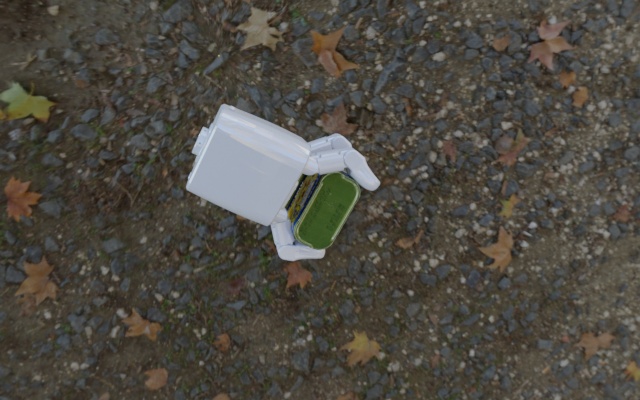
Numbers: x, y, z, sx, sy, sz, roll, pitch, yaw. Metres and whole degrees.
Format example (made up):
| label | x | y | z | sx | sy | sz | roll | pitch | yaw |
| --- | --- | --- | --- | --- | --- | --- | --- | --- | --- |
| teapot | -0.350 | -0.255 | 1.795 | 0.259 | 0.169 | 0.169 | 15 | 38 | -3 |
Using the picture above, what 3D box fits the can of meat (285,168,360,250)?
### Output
| label | x | y | z | sx | sy | sz | roll | pitch | yaw |
| --- | --- | --- | --- | --- | --- | --- | --- | --- | --- |
| can of meat | 0.000 | 0.002 | 0.592 | 0.057 | 0.102 | 0.084 | 26 | 10 | -17 |
